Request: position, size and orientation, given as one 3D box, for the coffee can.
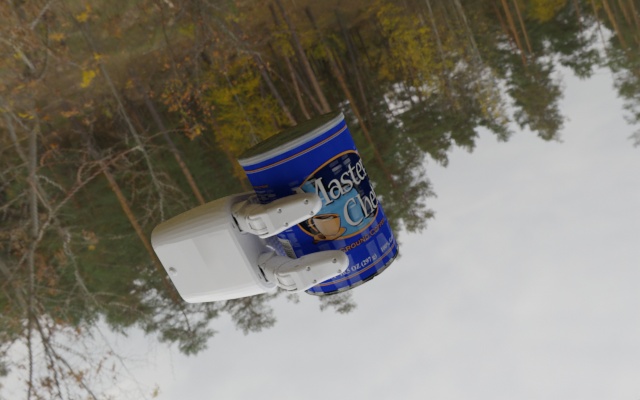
[{"bbox_3d":[0.000,0.001,0.444,0.103,0.140,0.102,-23,15,6],"label":"coffee can"}]
